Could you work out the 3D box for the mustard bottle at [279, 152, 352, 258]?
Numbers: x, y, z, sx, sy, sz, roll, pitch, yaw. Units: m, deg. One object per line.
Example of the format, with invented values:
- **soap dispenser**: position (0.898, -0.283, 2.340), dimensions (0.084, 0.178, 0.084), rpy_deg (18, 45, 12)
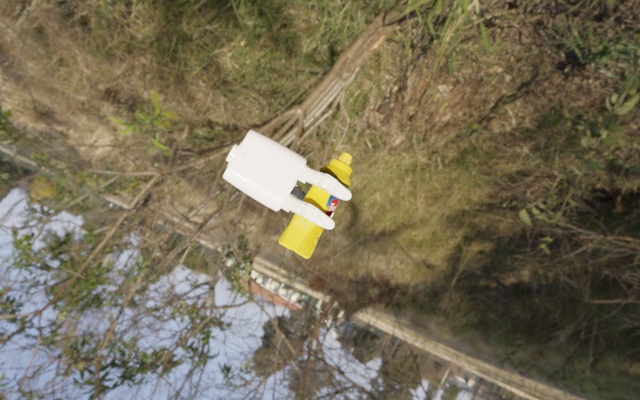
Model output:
- **mustard bottle**: position (0.000, 0.003, 0.816), dimensions (0.058, 0.191, 0.096), rpy_deg (27, -7, 14)
